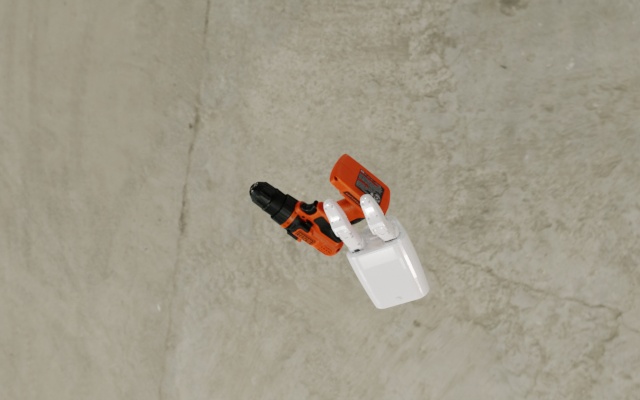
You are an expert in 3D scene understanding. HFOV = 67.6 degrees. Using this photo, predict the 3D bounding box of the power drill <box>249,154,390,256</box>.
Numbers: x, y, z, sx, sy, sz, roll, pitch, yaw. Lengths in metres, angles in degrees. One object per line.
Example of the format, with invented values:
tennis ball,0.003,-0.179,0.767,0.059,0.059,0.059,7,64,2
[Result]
power drill,0.001,0.002,0.741,0.184,0.057,0.188,35,-39,-19
